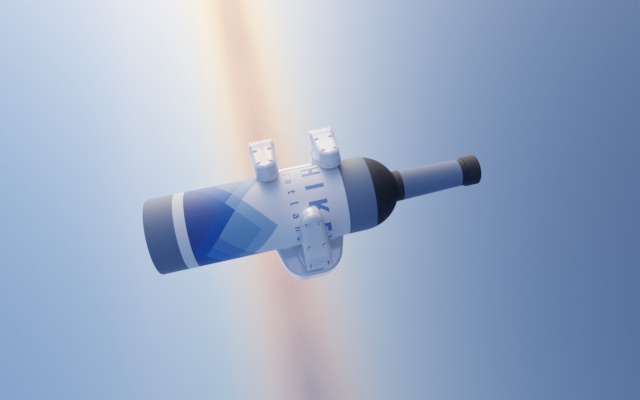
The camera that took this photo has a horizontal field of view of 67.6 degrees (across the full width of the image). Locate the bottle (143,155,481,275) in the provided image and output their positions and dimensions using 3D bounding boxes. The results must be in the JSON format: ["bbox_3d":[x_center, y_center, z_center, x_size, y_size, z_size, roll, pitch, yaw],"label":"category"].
[{"bbox_3d":[0.000,0.001,0.428,0.296,0.069,0.069,-12,1,-6],"label":"bottle"}]
